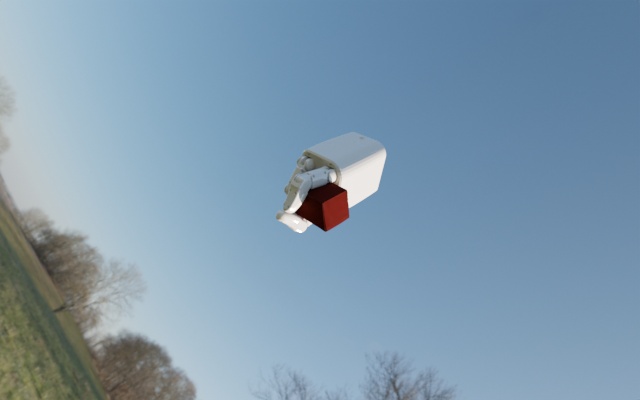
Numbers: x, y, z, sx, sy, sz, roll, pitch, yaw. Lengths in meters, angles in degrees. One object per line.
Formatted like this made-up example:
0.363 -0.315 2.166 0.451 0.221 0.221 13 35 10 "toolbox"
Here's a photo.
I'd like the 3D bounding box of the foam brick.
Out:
0.000 0.003 0.732 0.051 0.053 0.078 -27 37 -31 "foam brick"
